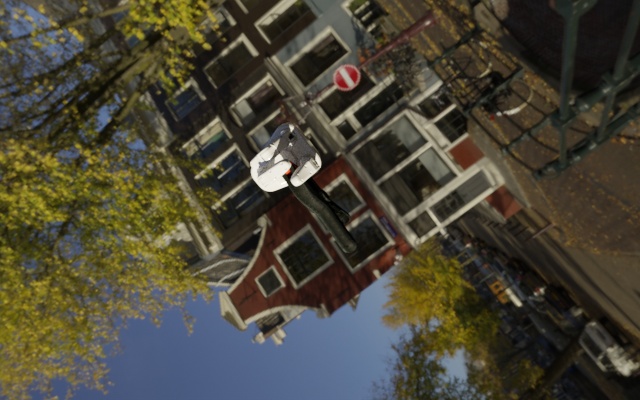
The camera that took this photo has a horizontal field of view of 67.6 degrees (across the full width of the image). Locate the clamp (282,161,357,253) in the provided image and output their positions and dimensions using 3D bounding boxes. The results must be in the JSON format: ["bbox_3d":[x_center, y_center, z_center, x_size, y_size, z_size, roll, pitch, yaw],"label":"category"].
[{"bbox_3d":[0.000,0.003,0.788,0.039,0.171,0.120,-38,10,7],"label":"clamp"}]
